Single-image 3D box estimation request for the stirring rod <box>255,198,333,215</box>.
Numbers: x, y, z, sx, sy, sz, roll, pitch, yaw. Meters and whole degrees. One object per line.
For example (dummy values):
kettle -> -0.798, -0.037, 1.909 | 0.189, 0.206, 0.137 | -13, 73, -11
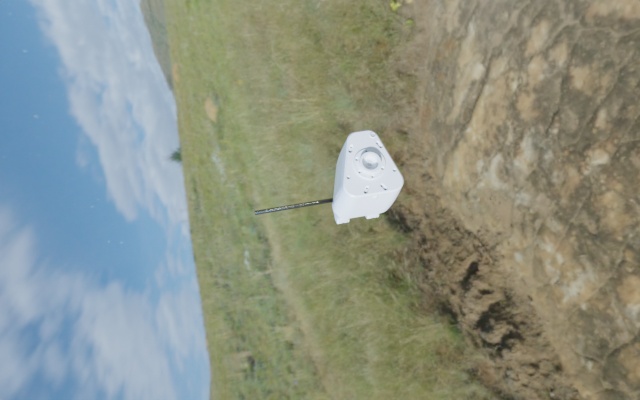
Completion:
stirring rod -> 0.000, 0.003, 0.869 | 0.239, 0.011, 0.011 | -9, 1, -8
